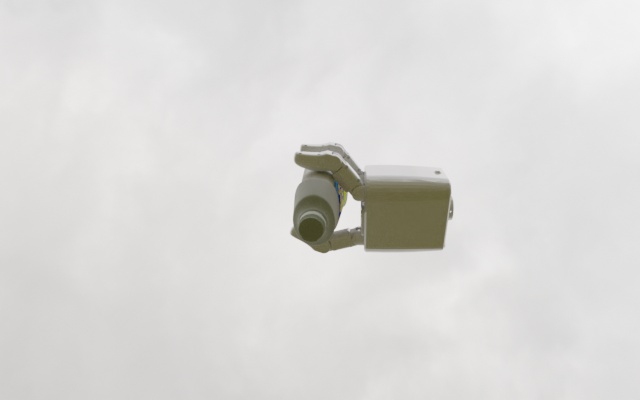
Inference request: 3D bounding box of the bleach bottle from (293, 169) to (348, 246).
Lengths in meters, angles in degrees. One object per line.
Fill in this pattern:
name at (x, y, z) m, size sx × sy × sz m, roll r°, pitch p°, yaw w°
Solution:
bleach bottle at (0.000, 0.002, 0.639) m, size 0.068 × 0.102 × 0.250 m, roll 0°, pitch 18°, yaw 5°
